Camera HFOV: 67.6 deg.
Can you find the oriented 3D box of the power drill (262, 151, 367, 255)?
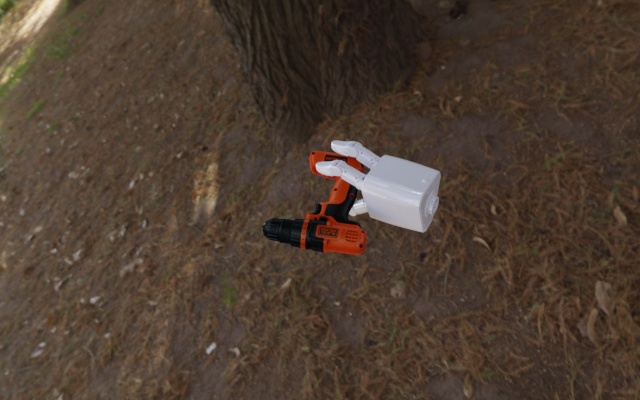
[{"bbox_3d":[0.000,0.002,0.867,0.184,0.187,0.057,9,-26,5],"label":"power drill"}]
